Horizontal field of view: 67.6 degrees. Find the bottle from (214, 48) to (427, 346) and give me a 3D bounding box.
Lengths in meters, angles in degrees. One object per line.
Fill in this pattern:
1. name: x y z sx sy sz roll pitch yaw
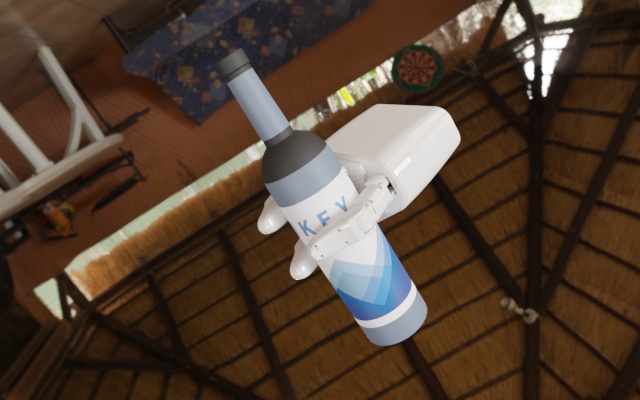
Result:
1. bottle: 0.000 0.002 0.431 0.069 0.296 0.069 -29 17 10
